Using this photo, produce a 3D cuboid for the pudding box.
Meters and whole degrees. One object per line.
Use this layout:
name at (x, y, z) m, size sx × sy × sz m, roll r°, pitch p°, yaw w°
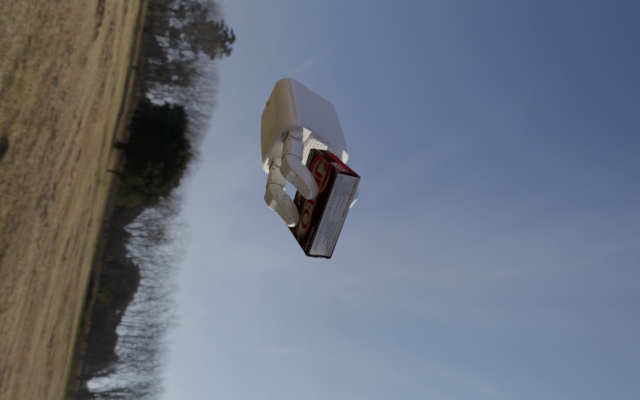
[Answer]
pudding box at (0.000, 0.002, 0.590) m, size 0.039 × 0.113 × 0.090 m, roll 9°, pitch 19°, yaw -24°
